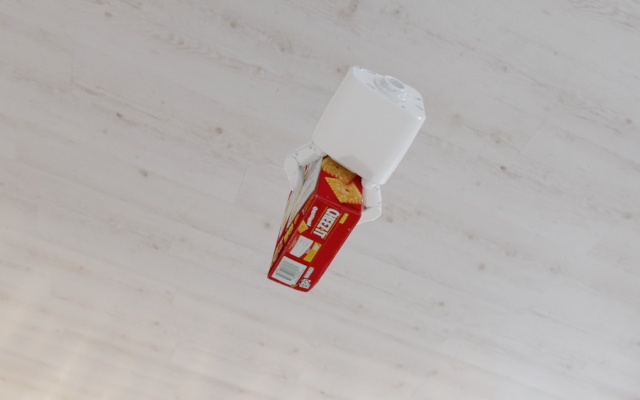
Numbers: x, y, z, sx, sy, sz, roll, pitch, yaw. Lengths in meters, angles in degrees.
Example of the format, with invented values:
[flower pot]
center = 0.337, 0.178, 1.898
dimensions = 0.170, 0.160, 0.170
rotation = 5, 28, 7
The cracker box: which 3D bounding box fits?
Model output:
[cracker box]
center = 0.000, 0.002, 0.697
dimensions = 0.072, 0.164, 0.213
rotation = 24, 35, -10
